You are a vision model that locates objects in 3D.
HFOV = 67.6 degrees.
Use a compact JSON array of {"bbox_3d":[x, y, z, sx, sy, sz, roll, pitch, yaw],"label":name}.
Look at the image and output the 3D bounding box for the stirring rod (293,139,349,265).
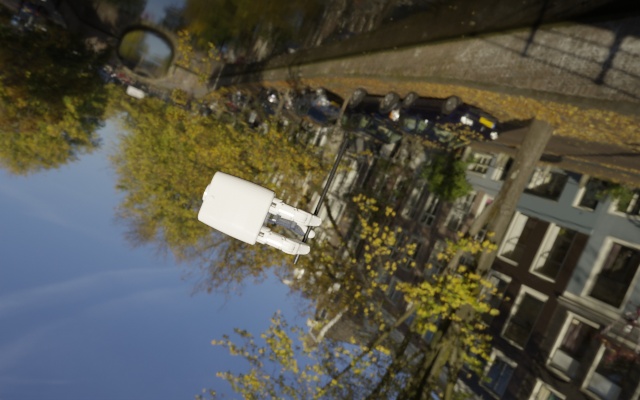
[{"bbox_3d":[0.000,0.003,0.849,0.011,0.239,0.011,23,4,-2],"label":"stirring rod"}]
